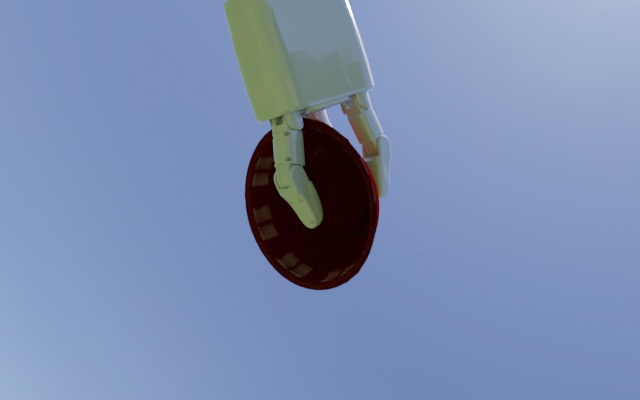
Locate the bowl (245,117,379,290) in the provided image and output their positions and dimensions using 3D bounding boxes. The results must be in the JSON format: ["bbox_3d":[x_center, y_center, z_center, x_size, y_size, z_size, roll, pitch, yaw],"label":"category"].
[{"bbox_3d":[0.000,0.003,0.463,0.162,0.162,0.055,0,8,40],"label":"bowl"}]
